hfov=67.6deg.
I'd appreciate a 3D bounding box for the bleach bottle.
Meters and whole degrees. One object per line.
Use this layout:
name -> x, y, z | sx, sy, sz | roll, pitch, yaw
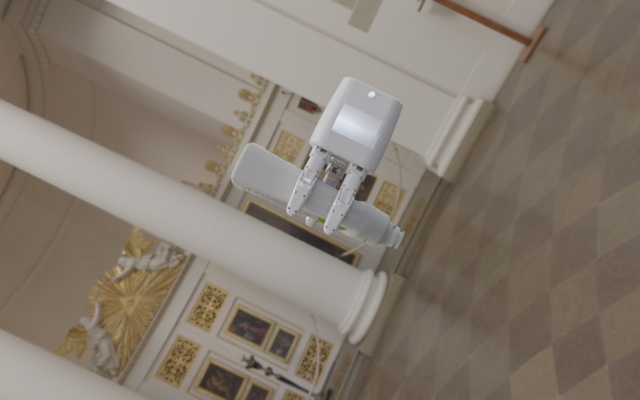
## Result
bleach bottle -> 0.000, 0.002, 0.688 | 0.251, 0.068, 0.102 | 26, -4, 0
